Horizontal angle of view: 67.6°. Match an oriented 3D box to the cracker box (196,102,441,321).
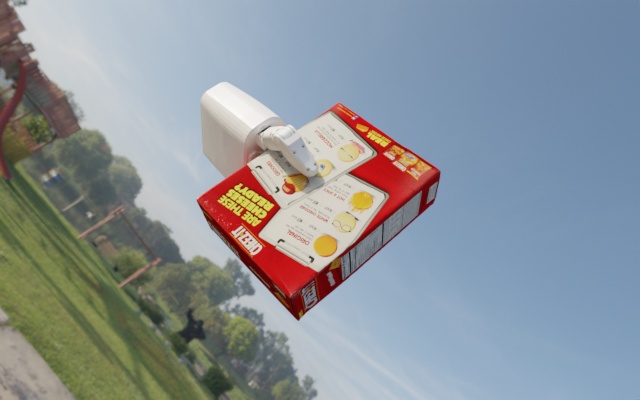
[{"bbox_3d":[0.000,0.002,0.536,0.213,0.072,0.164,-38,58,-20],"label":"cracker box"}]
